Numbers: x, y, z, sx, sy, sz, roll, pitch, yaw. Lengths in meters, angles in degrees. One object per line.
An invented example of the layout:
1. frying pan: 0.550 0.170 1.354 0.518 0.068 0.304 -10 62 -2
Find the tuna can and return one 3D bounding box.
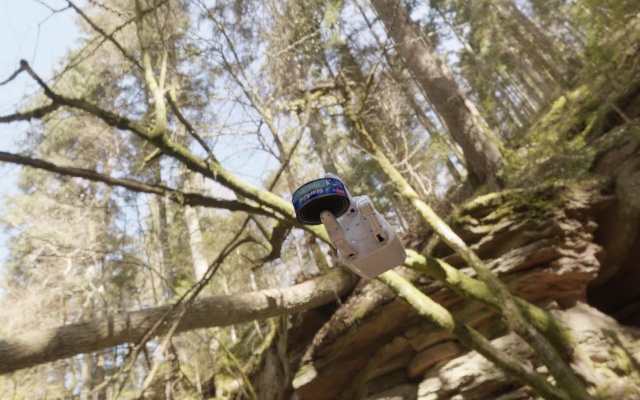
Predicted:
1. tuna can: 0.000 0.002 0.724 0.086 0.033 0.086 -14 -30 -8
